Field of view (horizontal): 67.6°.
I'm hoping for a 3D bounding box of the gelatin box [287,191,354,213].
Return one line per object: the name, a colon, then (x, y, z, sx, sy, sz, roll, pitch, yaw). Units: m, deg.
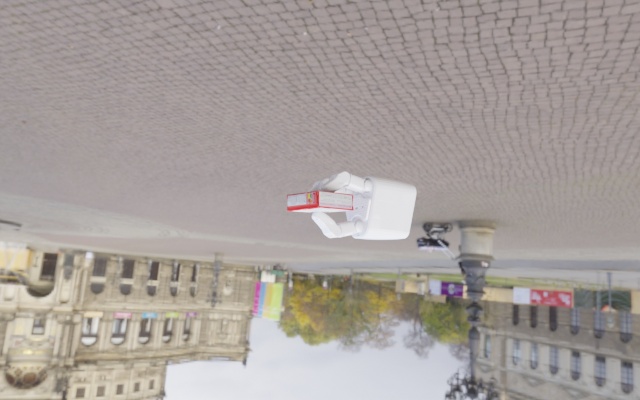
gelatin box: (0.000, 0.003, 0.794, 0.073, 0.030, 0.089, -6, -8, 43)
